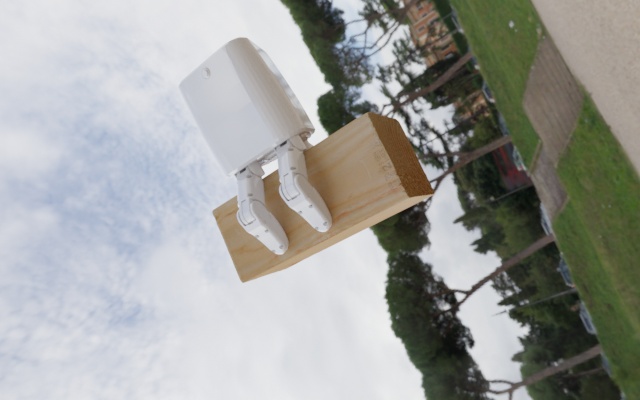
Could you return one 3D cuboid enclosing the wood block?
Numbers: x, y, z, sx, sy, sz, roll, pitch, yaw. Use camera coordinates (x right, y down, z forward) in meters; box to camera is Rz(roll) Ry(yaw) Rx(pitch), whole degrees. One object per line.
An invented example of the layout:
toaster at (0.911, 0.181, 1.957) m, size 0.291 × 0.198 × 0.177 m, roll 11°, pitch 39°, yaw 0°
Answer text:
wood block at (0.000, 0.001, 0.505) m, size 0.206 × 0.090 × 0.091 m, roll -29°, pitch -10°, yaw 27°
